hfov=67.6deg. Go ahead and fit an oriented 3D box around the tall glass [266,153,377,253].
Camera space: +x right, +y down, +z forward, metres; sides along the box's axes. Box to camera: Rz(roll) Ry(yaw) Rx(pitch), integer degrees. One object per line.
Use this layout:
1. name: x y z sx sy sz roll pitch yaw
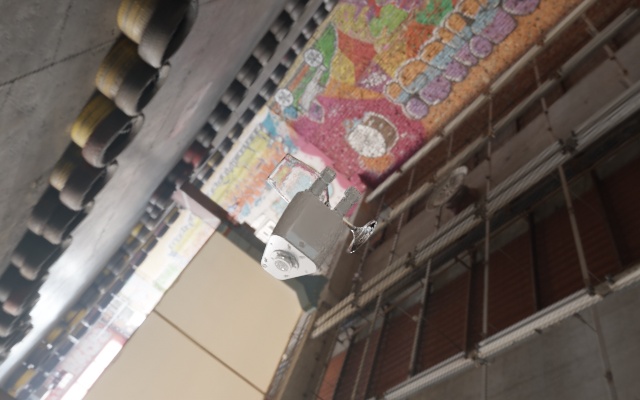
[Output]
1. tall glass: 0.001 0.003 0.848 0.201 0.079 0.079 39 -6 -8
